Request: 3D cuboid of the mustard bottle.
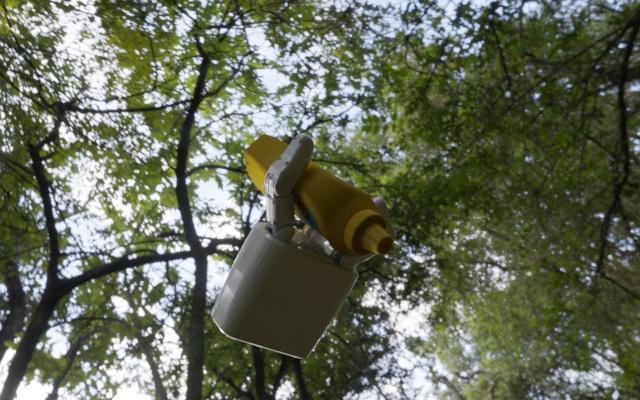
[{"bbox_3d":[0.000,0.001,0.473,0.191,0.058,0.096,35,-16,46],"label":"mustard bottle"}]
